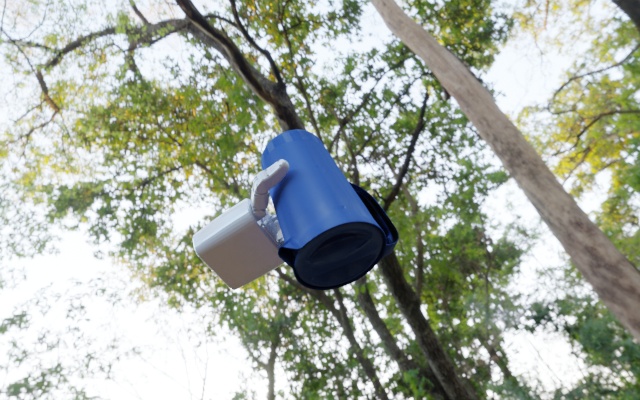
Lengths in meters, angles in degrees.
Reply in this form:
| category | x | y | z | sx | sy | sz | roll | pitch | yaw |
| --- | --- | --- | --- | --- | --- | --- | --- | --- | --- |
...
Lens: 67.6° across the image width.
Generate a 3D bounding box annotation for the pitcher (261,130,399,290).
| category | x | y | z | sx | sy | sz | roll | pitch | yaw |
| --- | --- | --- | --- | --- | --- | --- | --- | --- | --- |
| pitcher | 0.000 | 0.002 | 0.717 | 0.145 | 0.242 | 0.149 | -34 | -43 | 8 |
